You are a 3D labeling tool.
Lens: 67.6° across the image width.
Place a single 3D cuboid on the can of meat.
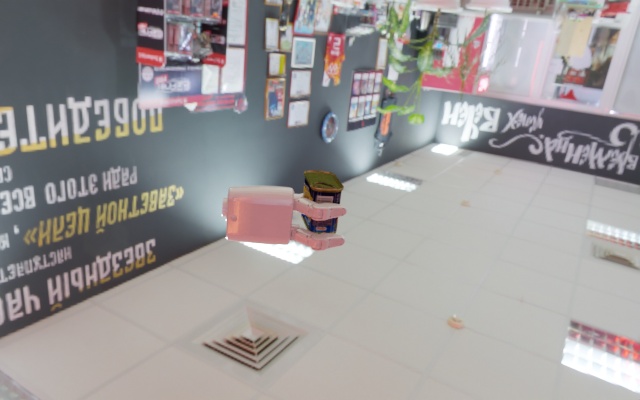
[{"bbox_3d":[0.000,0.003,0.826,0.057,0.084,0.102,2,20,-13],"label":"can of meat"}]
